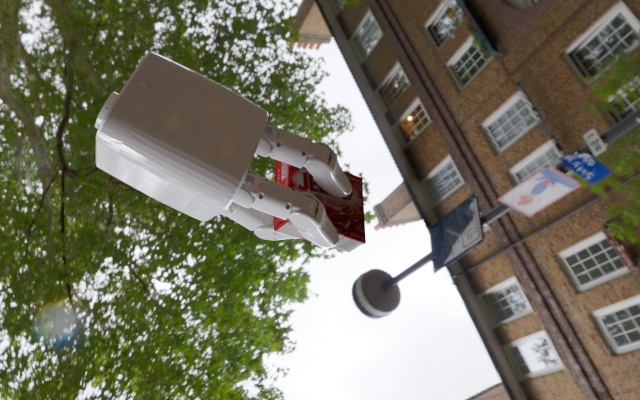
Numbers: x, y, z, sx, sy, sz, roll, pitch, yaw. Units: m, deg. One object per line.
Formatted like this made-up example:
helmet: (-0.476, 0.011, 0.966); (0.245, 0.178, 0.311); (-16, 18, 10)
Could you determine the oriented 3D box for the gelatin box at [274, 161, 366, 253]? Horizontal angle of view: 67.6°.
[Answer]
gelatin box: (0.000, 0.002, 0.446); (0.089, 0.073, 0.030); (20, -36, -30)
